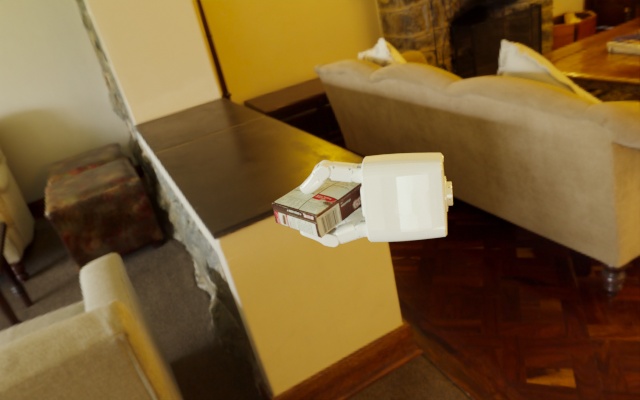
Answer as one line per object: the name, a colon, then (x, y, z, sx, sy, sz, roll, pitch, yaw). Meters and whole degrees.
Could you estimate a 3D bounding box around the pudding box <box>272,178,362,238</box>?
pudding box: (0.000, 0.002, 0.696, 0.090, 0.039, 0.113, 14, 35, 40)
